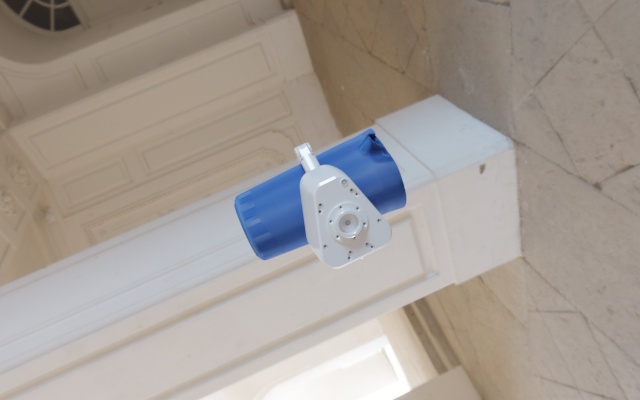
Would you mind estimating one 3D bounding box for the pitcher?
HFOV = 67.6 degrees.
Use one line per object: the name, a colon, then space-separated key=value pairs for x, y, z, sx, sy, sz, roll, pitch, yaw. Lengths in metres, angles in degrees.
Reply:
pitcher: x=0.000 y=0.002 z=0.739 sx=0.243 sy=0.149 sz=0.145 roll=-24 pitch=11 yaw=-5
